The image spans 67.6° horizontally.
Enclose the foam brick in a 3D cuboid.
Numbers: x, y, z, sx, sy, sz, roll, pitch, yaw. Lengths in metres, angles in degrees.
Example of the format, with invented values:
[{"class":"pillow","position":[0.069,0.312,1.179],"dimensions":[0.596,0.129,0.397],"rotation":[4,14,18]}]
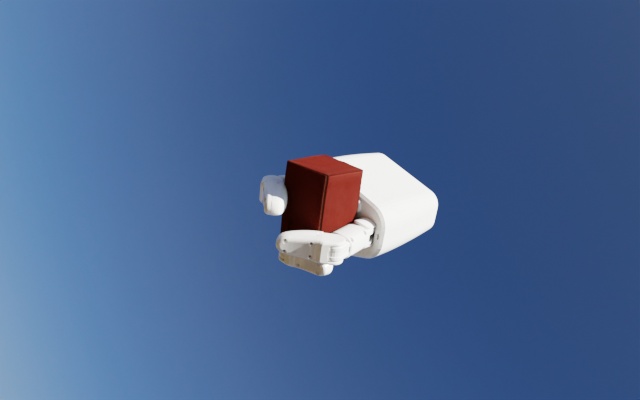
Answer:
[{"class":"foam brick","position":[0.000,0.001,0.450],"dimensions":[0.053,0.078,0.051],"rotation":[26,29,38]}]
